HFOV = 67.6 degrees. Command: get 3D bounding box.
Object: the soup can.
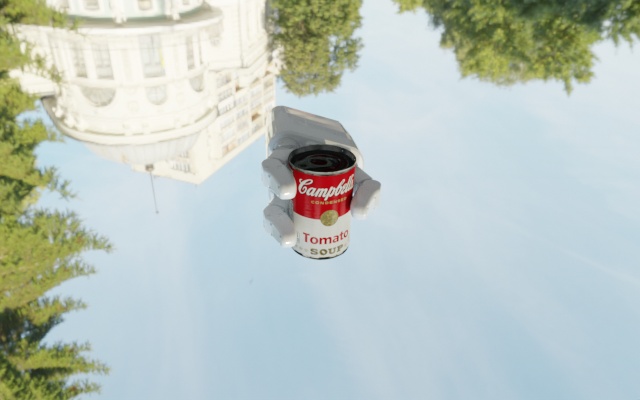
[{"bbox_3d":[0.000,0.002,0.495,0.068,0.102,0.068,2,29,-1],"label":"soup can"}]
